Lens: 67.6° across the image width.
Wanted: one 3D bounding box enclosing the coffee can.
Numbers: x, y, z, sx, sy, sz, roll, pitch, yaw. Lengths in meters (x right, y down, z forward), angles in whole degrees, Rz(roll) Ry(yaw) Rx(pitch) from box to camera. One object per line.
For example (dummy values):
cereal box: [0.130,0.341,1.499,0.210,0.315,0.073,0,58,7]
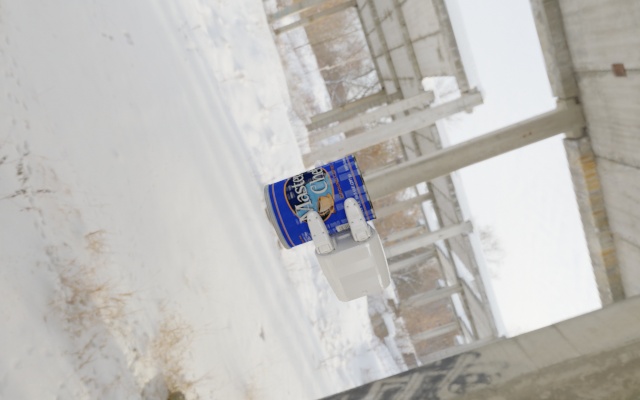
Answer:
coffee can: [0.000,0.002,0.709,0.140,0.103,0.103,-19,-2,4]
